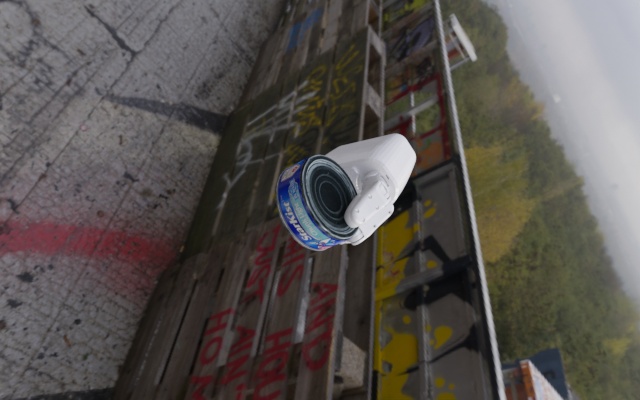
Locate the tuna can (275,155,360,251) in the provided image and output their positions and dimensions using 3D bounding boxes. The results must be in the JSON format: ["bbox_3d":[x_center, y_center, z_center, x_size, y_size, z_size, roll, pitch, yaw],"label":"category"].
[{"bbox_3d":[0.000,0.001,0.445,0.034,0.086,0.086,-25,-15,35],"label":"tuna can"}]
